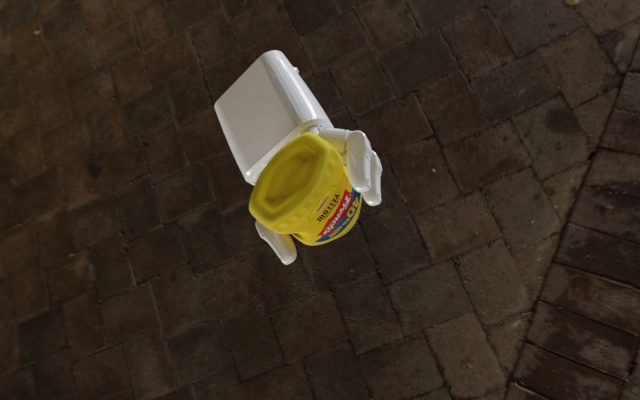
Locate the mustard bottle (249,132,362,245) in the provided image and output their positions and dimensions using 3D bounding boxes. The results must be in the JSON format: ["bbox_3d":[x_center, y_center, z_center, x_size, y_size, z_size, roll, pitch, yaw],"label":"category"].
[{"bbox_3d":[0.000,0.002,0.515,0.058,0.096,0.192,36,0,22],"label":"mustard bottle"}]
